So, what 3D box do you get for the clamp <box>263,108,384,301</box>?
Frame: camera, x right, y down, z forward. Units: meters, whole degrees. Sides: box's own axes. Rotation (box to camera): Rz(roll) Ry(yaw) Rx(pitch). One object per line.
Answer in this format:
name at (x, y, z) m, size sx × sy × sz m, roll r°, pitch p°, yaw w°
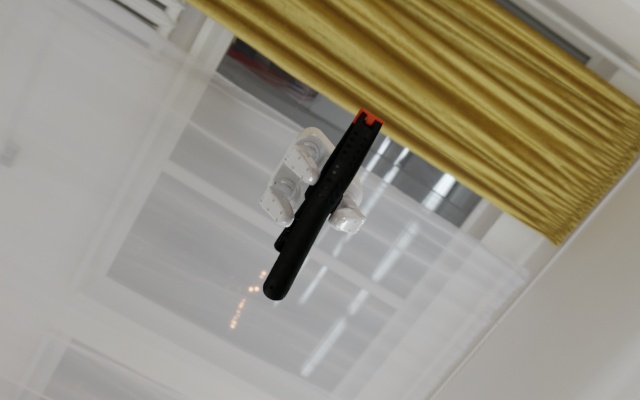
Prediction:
clamp at (0.001, 0.002, 0.506) m, size 0.036 × 0.210 × 0.164 m, roll 31°, pitch 15°, yaw -8°
